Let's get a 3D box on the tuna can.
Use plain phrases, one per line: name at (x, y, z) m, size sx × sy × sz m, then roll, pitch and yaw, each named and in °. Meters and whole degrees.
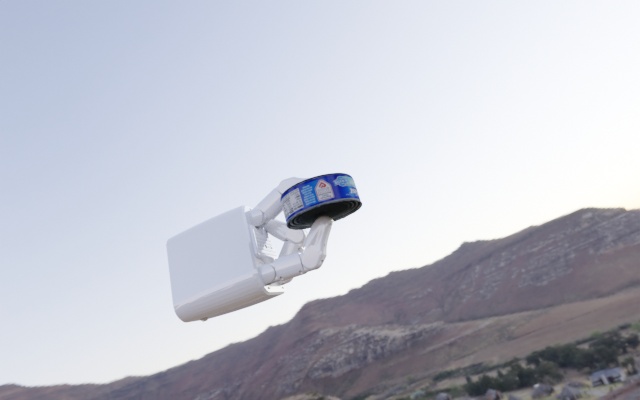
tuna can at (0.000, 0.001, 0.523) m, size 0.086 × 0.033 × 0.086 m, roll -16°, pitch -16°, yaw -5°
